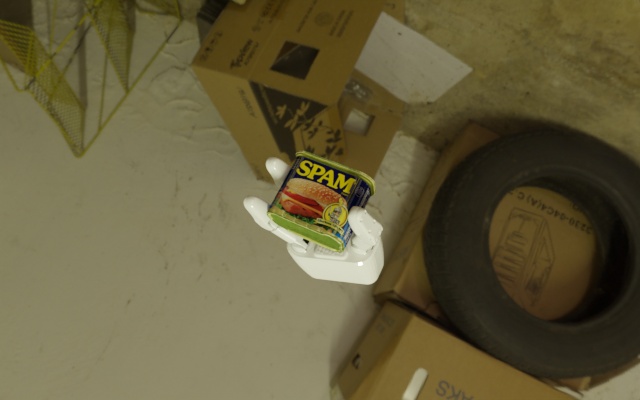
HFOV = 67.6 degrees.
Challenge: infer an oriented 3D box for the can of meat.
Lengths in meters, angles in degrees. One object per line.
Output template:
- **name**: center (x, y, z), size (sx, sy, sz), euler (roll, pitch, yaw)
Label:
- **can of meat**: center (0.000, 0.002, 0.549), size (0.102, 0.084, 0.057), euler (22, -18, 17)
